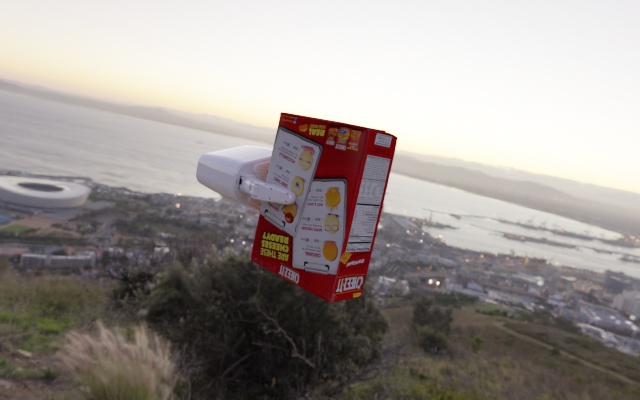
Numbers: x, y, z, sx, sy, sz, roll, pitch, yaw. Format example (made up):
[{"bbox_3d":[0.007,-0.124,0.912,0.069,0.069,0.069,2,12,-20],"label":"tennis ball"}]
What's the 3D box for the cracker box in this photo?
[{"bbox_3d":[0.000,0.002,0.629,0.072,0.214,0.164,4,11,-46],"label":"cracker box"}]
